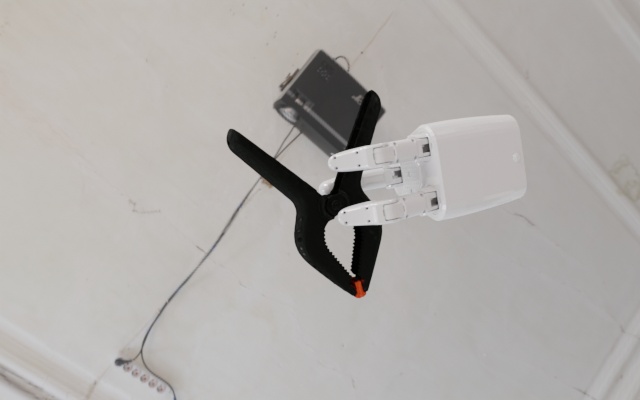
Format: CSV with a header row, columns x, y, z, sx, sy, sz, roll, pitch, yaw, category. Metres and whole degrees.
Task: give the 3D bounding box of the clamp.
x,y,z,sx,sy,sz,roll,pitch,yaw,category
0.000,0.002,0.490,0.164,0.210,0.036,-11,6,-15,clamp
